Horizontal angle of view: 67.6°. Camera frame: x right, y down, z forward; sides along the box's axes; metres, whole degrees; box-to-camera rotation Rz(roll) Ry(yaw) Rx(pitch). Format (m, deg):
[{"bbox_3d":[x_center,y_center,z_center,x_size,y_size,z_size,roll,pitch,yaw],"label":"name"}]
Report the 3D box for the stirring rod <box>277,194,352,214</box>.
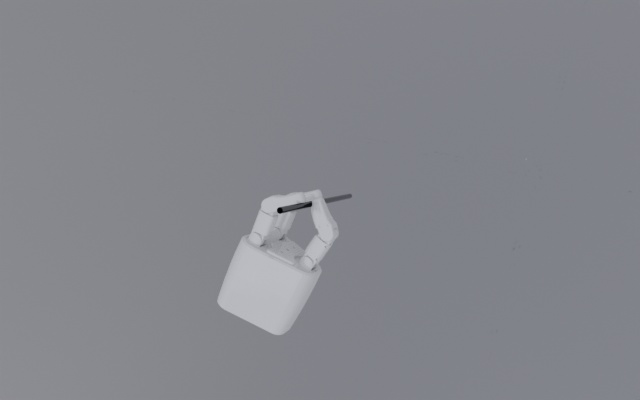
[{"bbox_3d":[0.000,0.002,0.664,0.011,0.011,0.239,0,4,23],"label":"stirring rod"}]
